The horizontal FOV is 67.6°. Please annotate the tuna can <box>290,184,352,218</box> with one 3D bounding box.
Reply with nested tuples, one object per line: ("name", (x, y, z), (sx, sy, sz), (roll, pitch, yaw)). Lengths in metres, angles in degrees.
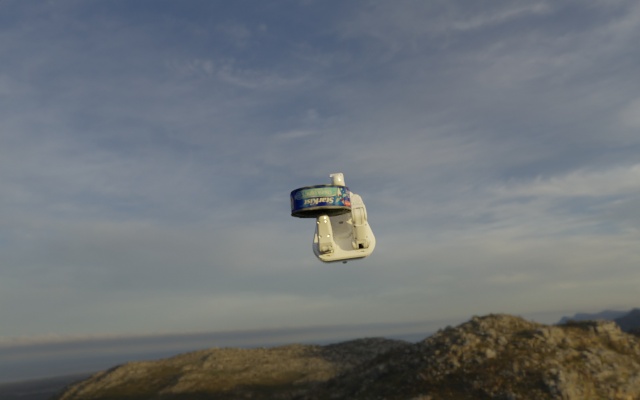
("tuna can", (0.000, 0.002, 0.675), (0.086, 0.033, 0.086), (-4, -10, -1))
